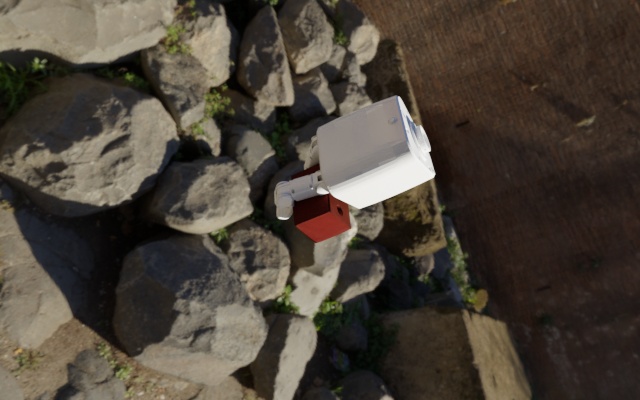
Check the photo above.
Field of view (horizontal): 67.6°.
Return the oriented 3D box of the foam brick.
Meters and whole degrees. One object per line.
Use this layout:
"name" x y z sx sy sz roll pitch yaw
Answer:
"foam brick" 0.000 0.002 0.588 0.051 0.078 0.053 -21 -37 22
